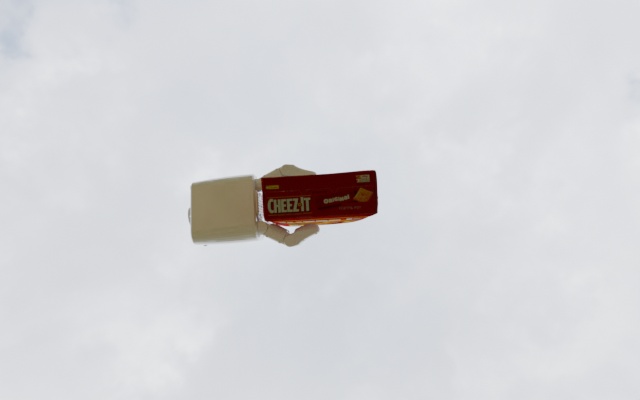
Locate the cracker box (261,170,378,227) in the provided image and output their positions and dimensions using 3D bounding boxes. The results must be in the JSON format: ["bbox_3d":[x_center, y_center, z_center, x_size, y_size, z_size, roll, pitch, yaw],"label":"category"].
[{"bbox_3d":[0.000,0.002,0.769,0.164,0.072,0.214,-4,-4,0],"label":"cracker box"}]
